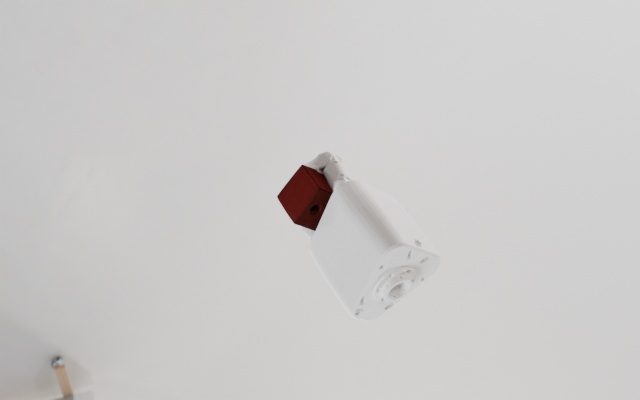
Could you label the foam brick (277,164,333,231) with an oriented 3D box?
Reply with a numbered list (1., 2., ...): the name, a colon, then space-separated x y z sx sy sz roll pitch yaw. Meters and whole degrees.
1. foam brick: 0.000 0.002 0.564 0.078 0.053 0.051 21 25 -41
